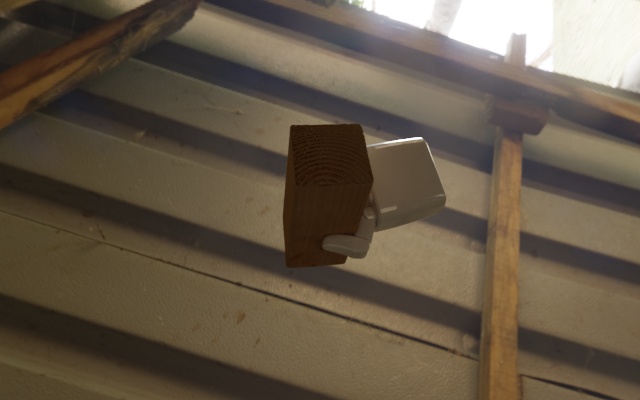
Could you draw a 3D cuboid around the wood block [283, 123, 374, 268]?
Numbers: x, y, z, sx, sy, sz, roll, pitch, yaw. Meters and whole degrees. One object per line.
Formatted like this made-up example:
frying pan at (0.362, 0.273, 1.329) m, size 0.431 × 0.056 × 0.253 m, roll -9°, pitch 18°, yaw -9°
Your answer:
wood block at (0.001, 0.002, 0.630) m, size 0.090 × 0.090 × 0.206 m, roll -2°, pitch -33°, yaw -9°
